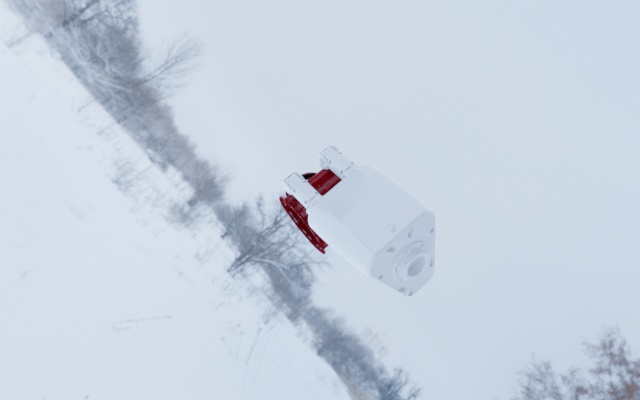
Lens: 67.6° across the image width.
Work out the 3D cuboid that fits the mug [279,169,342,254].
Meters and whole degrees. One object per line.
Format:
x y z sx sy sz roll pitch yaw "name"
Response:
-0.001 0.001 0.624 0.117 0.081 0.093 42 -13 42 "mug"
